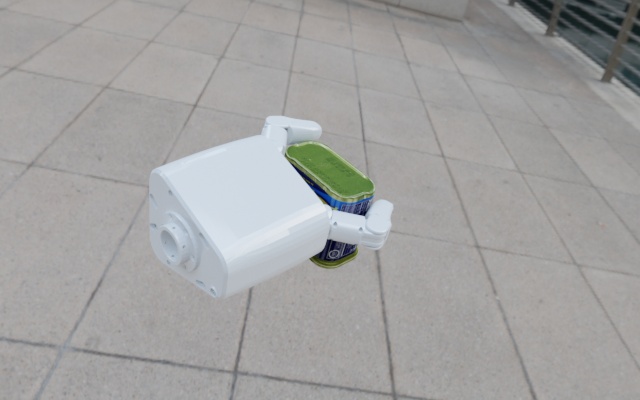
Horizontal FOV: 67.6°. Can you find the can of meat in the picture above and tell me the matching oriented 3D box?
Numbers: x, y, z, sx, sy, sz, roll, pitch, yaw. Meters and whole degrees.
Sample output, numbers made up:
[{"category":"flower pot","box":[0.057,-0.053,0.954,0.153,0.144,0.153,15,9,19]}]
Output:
[{"category":"can of meat","box":[0.000,0.001,0.469,0.057,0.084,0.102,-20,47,-39]}]
